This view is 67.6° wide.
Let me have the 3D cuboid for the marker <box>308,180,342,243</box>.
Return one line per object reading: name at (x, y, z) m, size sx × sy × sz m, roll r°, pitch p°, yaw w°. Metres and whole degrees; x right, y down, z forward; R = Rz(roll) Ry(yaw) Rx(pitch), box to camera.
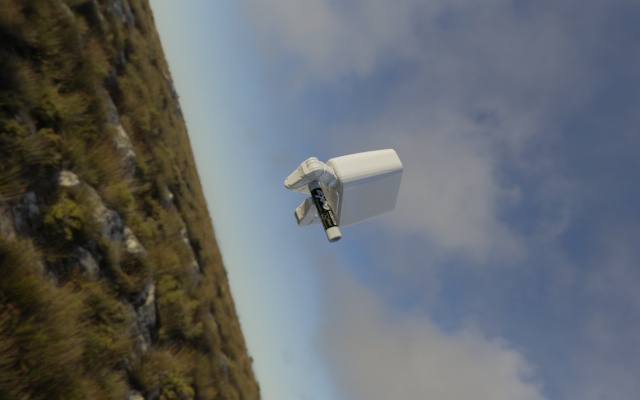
marker at (0.000, 0.002, 0.671) m, size 0.020 × 0.121 × 0.020 m, roll -18°, pitch -25°, yaw -9°
